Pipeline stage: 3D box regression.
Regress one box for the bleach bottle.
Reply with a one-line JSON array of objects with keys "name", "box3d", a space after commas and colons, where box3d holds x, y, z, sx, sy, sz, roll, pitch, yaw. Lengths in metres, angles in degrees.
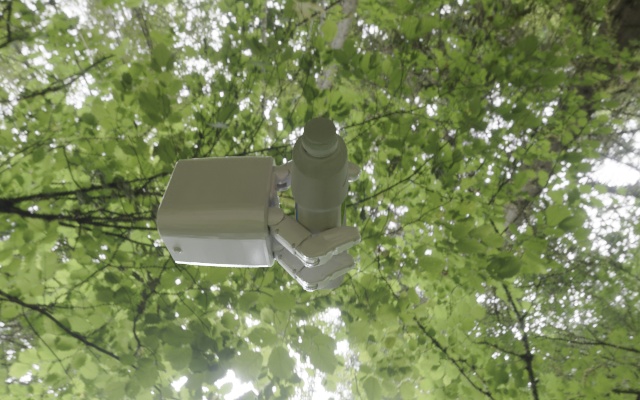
[{"name": "bleach bottle", "box3d": [0.000, 0.003, 0.507, 0.068, 0.102, 0.251, 1, -33, 1]}]
